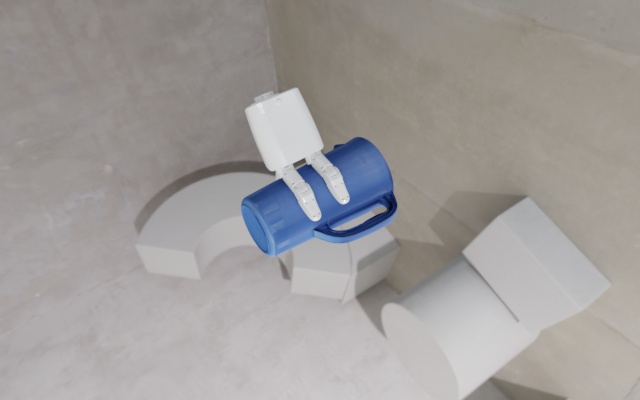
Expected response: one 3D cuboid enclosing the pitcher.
[{"bbox_3d":[0.000,0.002,0.806,0.243,0.145,0.149,-27,14,-22],"label":"pitcher"}]
